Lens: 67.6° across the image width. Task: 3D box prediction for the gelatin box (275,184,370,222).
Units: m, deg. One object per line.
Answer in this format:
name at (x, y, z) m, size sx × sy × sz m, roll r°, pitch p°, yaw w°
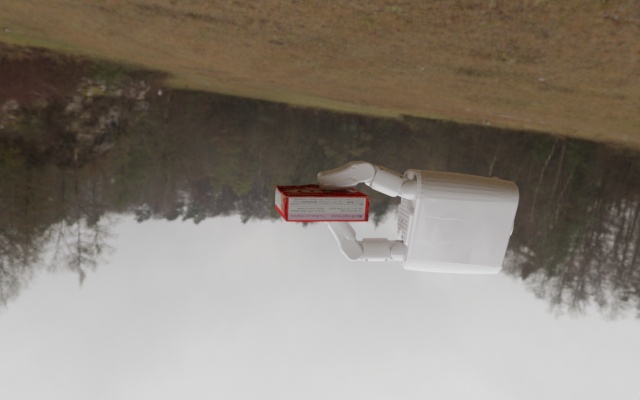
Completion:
gelatin box at (0.000, 0.002, 0.512) m, size 0.089 × 0.030 × 0.073 m, roll 0°, pitch 10°, yaw -13°
